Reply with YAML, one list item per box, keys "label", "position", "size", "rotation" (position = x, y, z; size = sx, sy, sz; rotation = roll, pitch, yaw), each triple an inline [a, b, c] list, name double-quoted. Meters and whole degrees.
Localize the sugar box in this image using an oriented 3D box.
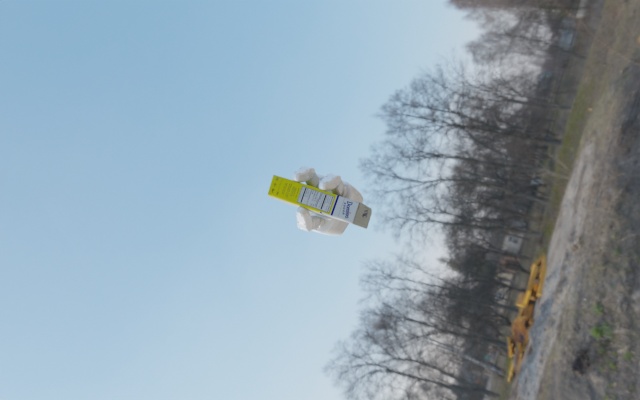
- label: "sugar box"
  position: [0.000, 0.002, 0.876]
  size: [0.176, 0.048, 0.093]
  rotation: [16, -3, 21]
